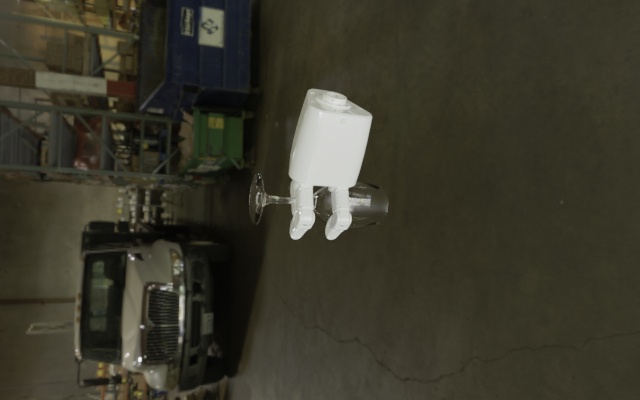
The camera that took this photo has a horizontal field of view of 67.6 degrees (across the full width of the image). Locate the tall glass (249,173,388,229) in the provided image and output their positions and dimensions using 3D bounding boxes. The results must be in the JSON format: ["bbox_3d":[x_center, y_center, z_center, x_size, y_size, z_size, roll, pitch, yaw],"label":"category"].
[{"bbox_3d":[-0.001,0.002,0.718,0.201,0.079,0.079,3,-1,-22],"label":"tall glass"}]
